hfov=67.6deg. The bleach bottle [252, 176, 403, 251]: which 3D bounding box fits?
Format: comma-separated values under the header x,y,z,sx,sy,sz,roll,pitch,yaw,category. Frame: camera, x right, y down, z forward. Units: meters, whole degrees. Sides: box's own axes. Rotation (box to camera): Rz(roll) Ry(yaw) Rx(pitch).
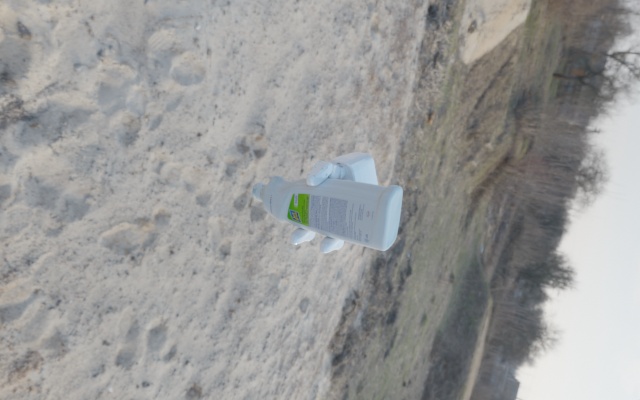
x,y,z,sx,sy,sz,roll,pitch,yaw,category
0.000,0.003,0.769,0.251,0.103,0.068,14,22,25,bleach bottle
